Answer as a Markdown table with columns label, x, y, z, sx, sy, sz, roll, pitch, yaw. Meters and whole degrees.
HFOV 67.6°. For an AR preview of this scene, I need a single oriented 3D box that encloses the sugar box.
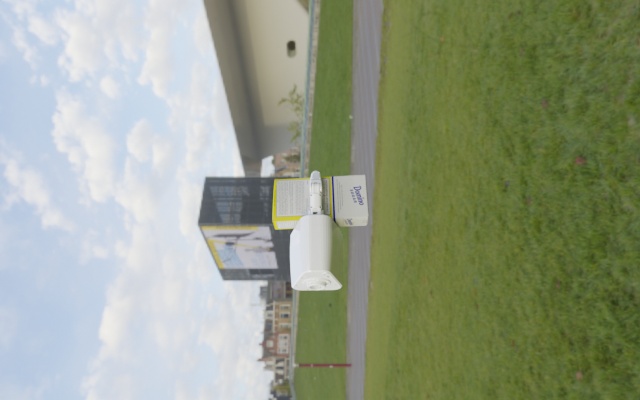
| label | x | y | z | sx | sy | sz | roll | pitch | yaw |
| --- | --- | --- | --- | --- | --- | --- | --- | --- | --- |
| sugar box | 0.000 | 0.003 | 0.900 | 0.176 | 0.093 | 0.048 | -1 | -28 | 0 |
